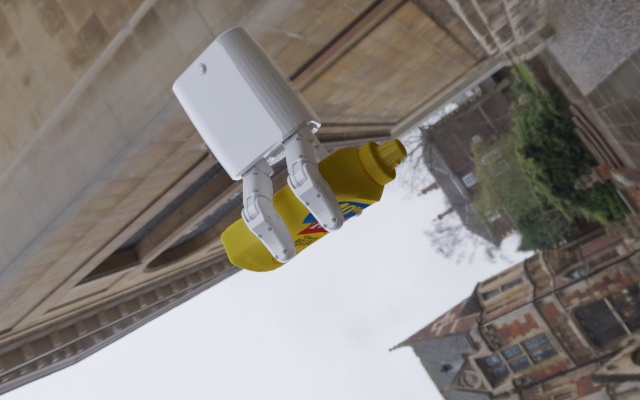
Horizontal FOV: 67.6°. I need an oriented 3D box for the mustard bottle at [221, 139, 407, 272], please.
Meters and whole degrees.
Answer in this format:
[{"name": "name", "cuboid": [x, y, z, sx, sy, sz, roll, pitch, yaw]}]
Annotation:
[{"name": "mustard bottle", "cuboid": [0.000, 0.002, 0.458, 0.192, 0.058, 0.096, -35, -22, 26]}]
